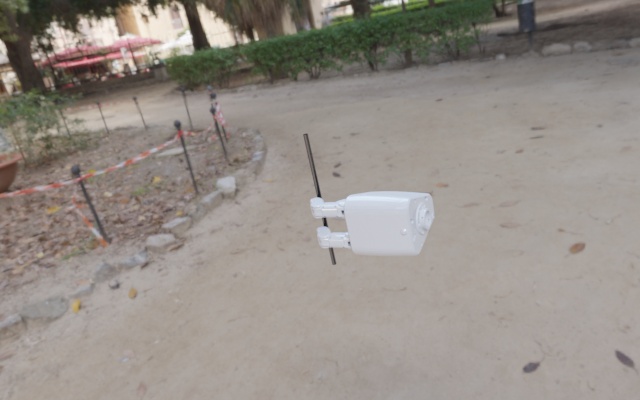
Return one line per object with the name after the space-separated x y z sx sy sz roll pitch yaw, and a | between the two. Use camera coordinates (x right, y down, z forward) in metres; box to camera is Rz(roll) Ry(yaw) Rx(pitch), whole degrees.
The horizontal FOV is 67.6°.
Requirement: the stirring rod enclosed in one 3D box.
0.000 0.003 0.821 0.011 0.240 0.011 -11 18 4 | stirring rod
